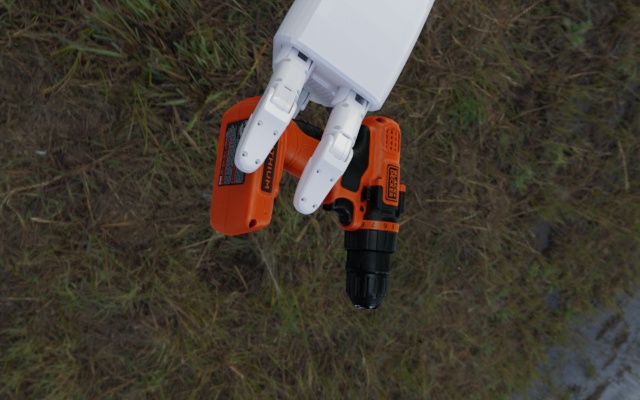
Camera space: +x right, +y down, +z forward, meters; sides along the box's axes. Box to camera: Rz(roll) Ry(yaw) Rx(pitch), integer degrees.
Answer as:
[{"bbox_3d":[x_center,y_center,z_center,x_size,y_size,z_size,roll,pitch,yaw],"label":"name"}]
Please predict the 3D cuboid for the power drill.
[{"bbox_3d":[0.000,0.001,0.412,0.057,0.184,0.188,-5,-12,45],"label":"power drill"}]
